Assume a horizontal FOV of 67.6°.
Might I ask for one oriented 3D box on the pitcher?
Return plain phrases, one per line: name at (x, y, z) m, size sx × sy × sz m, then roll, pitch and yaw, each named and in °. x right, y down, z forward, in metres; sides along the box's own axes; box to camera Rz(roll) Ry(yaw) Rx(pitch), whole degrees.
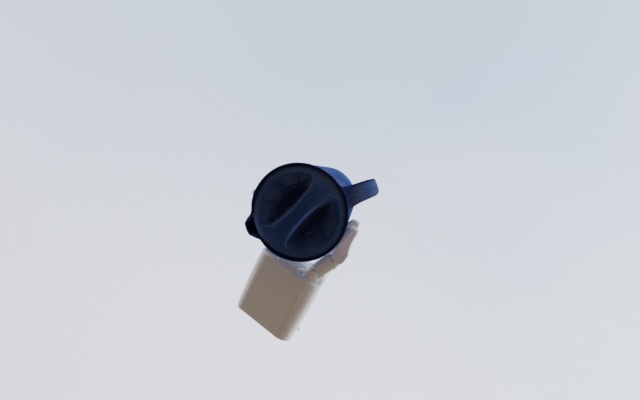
pitcher at (0.000, 0.003, 0.740) m, size 0.149 × 0.145 × 0.243 m, roll 26°, pitch 10°, yaw 6°
